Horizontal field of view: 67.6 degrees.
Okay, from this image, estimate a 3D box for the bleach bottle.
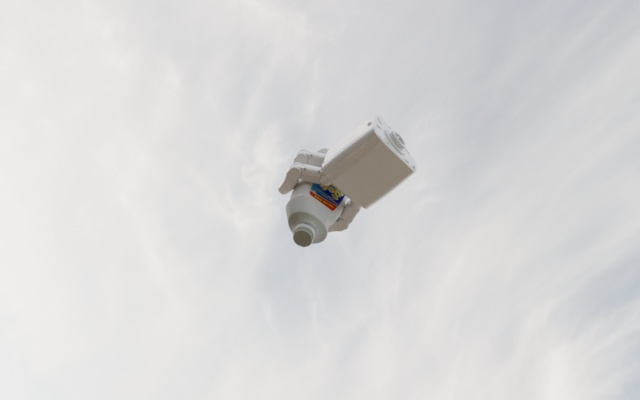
[{"bbox_3d":[0.000,0.003,0.789,0.068,0.102,0.250,-38,16,25],"label":"bleach bottle"}]
